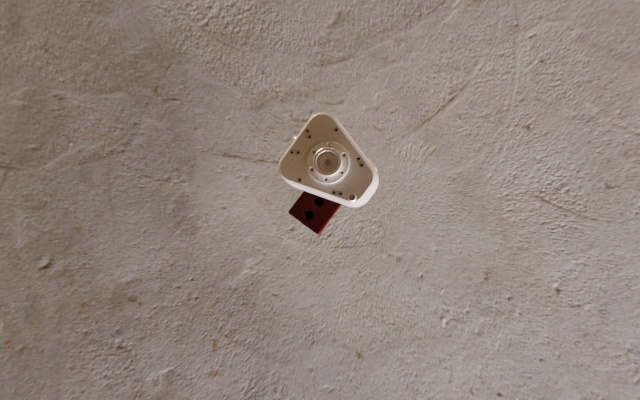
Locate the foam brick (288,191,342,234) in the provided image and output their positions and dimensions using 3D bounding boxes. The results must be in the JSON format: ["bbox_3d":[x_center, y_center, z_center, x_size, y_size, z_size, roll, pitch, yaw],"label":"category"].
[{"bbox_3d":[0.000,0.002,0.672,0.053,0.078,0.051,37,4,5],"label":"foam brick"}]
